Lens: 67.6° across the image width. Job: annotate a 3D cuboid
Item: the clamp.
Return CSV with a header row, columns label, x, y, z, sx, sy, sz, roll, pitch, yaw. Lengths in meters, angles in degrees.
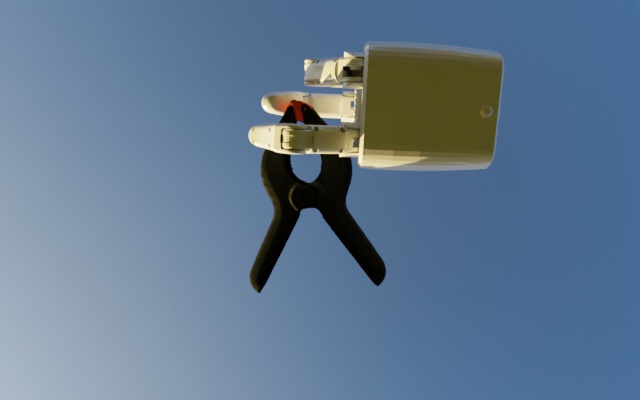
label,x,y,z,sx,sy,sz,roll,pitch,yaw
clamp,0.000,0.001,0.414,0.120,0.171,0.039,3,10,0
